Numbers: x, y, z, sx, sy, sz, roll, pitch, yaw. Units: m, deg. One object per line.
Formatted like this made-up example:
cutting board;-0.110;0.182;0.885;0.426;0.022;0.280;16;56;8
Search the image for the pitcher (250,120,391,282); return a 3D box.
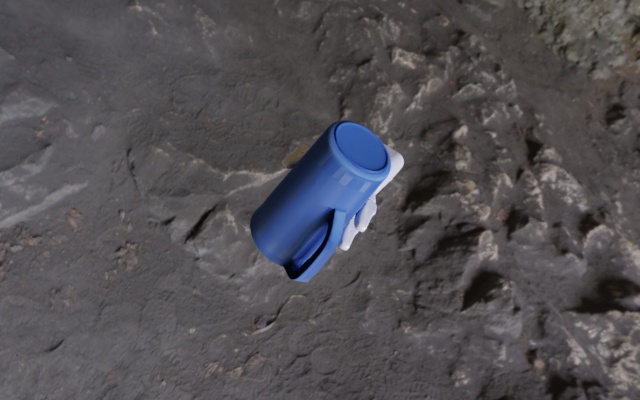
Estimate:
pitcher;0.000;0.002;0.731;0.145;0.149;0.243;-37;-9;-48
